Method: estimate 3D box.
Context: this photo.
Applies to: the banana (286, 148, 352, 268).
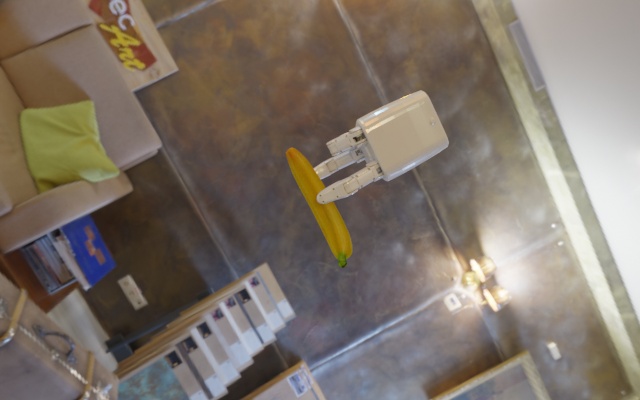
[{"bbox_3d":[0.004,0.010,0.721,0.037,0.197,0.070,-27,-16,-1],"label":"banana"}]
